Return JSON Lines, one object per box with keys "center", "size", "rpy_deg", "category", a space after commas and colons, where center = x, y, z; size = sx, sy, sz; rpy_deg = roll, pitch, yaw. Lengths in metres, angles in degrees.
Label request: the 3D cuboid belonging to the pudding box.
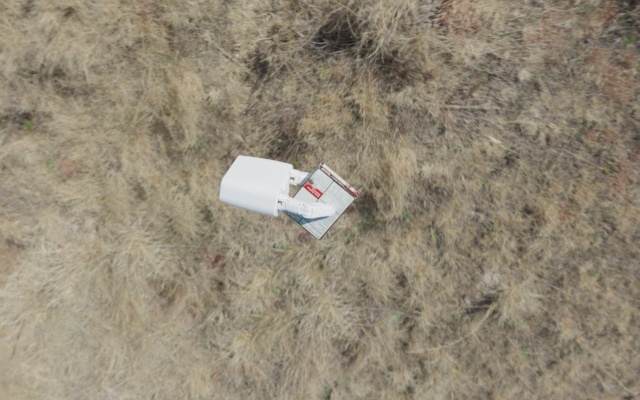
{"center": [0.000, 0.003, 0.864], "size": [0.090, 0.113, 0.039], "rpy_deg": [40, 21, -3], "category": "pudding box"}
